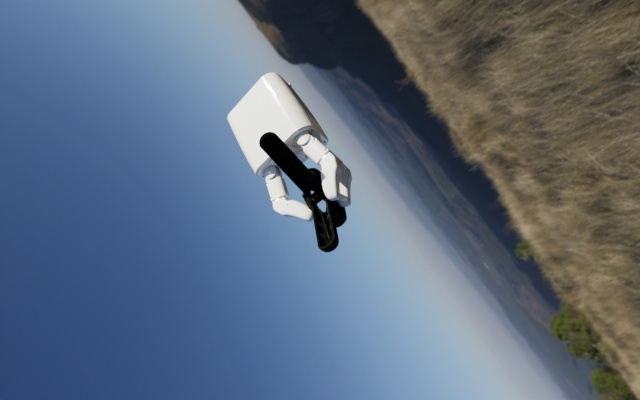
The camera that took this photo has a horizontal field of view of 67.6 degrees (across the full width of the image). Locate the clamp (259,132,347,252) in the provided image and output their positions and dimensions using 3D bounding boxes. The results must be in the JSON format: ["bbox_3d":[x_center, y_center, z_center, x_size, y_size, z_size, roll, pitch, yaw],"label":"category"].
[{"bbox_3d":[-0.001,0.002,0.648,0.036,0.164,0.210,-32,-18,11],"label":"clamp"}]
